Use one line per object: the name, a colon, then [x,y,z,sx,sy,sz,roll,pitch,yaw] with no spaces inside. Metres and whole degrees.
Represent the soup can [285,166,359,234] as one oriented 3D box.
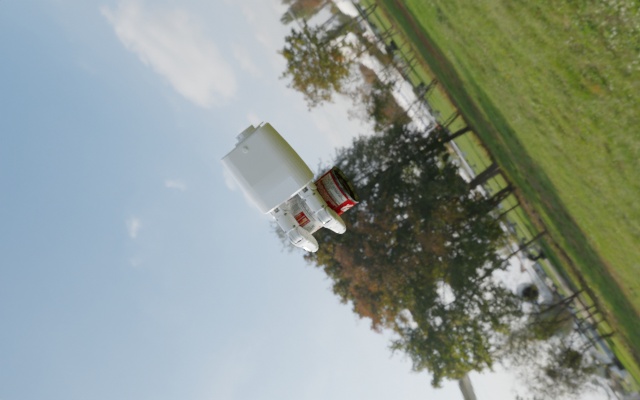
soup can: [0.000,0.003,0.751,0.102,0.068,0.068,-35,-11,16]
